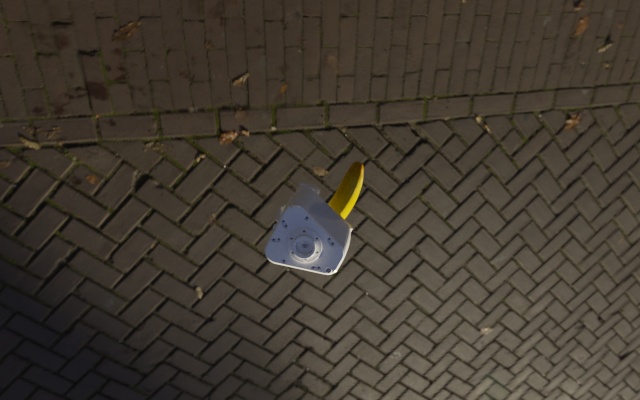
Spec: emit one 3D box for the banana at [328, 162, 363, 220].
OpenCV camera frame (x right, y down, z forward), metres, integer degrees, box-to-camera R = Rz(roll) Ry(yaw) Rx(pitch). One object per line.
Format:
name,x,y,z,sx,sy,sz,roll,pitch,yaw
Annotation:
banana,0.008,0.019,0.801,0.198,0.069,0.037,-40,-16,16
